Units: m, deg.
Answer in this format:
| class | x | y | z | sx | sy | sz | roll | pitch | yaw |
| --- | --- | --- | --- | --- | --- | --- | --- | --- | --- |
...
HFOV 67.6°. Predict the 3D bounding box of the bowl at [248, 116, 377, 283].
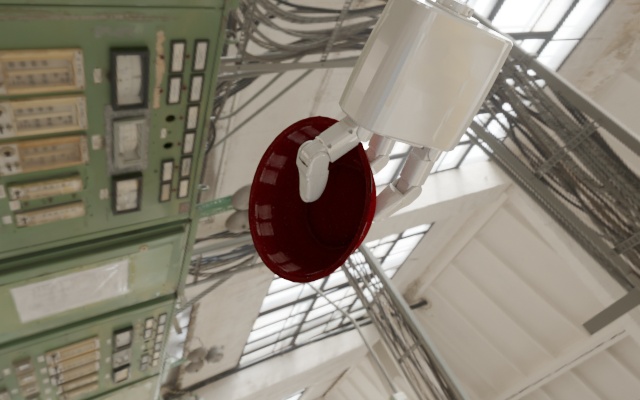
| class | x | y | z | sx | sy | sz | roll | pitch | yaw |
| --- | --- | --- | --- | --- | --- | --- | --- | --- | --- |
| bowl | -0.001 | 0.002 | 0.476 | 0.162 | 0.162 | 0.055 | 0 | -9 | 42 |
